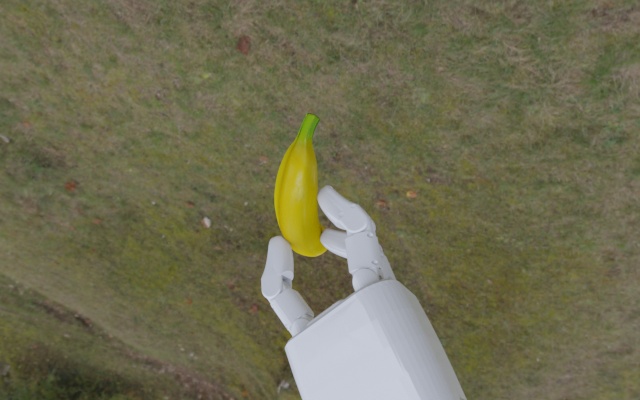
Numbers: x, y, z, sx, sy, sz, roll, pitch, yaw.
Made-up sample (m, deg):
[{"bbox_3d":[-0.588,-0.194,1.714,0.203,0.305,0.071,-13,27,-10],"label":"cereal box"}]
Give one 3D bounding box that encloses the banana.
[{"bbox_3d":[-0.012,0.012,0.449,0.037,0.069,0.198,32,-28,22],"label":"banana"}]
